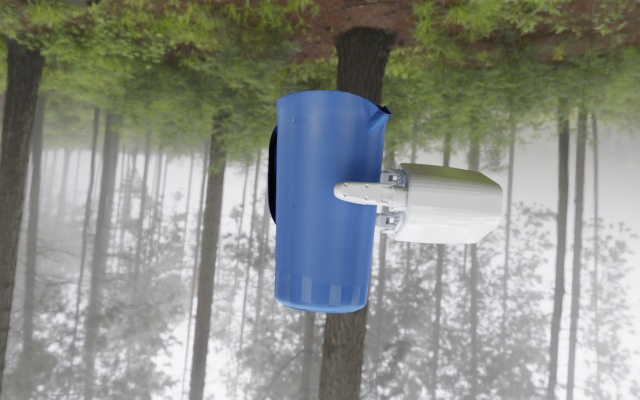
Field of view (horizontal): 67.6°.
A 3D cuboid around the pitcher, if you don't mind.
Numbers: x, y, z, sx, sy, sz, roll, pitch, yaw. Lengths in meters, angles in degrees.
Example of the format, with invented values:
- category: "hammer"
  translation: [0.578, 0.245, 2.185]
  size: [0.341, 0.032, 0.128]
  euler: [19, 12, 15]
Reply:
- category: "pitcher"
  translation: [0.000, 0.002, 0.570]
  size: [0.145, 0.243, 0.149]
  euler: [4, -4, -1]
